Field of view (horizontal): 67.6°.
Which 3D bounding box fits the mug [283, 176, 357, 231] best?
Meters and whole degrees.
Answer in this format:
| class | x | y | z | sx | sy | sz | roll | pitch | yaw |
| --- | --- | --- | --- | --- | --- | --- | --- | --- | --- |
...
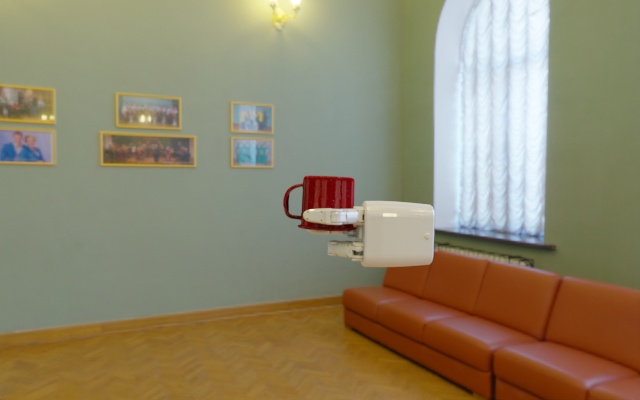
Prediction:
| class | x | y | z | sx | sy | sz | roll | pitch | yaw |
| --- | --- | --- | --- | --- | --- | --- | --- | --- | --- |
| mug | -0.001 | 0.002 | 0.748 | 0.117 | 0.081 | 0.093 | 2 | 2 | -5 |
